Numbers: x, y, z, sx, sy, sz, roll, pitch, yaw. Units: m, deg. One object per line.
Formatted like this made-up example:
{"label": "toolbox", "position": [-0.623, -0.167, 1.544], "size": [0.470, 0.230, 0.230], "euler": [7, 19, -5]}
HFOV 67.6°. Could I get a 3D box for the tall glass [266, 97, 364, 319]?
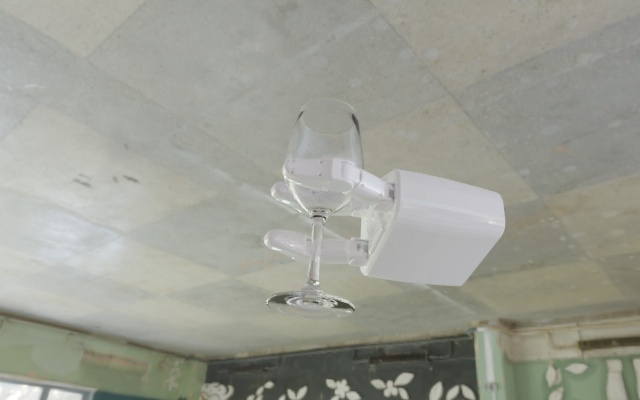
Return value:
{"label": "tall glass", "position": [0.000, 0.002, 0.443], "size": [0.079, 0.201, 0.079], "euler": [4, -28, 2]}
